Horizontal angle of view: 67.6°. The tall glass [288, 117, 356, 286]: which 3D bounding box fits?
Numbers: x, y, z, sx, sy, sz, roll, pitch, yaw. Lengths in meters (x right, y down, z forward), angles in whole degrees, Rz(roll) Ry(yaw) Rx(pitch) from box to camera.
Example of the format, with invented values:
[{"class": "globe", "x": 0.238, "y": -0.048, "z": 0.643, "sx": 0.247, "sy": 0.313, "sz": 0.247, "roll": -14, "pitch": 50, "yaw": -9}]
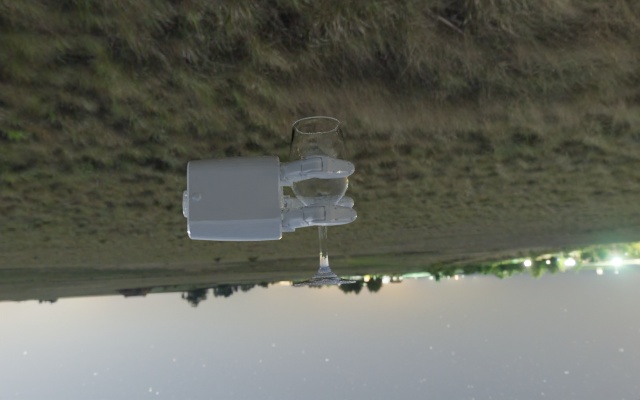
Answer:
[{"class": "tall glass", "x": 0.000, "y": 0.003, "z": 0.589, "sx": 0.079, "sy": 0.201, "sz": 0.079, "roll": -3, "pitch": -9, "yaw": 0}]
